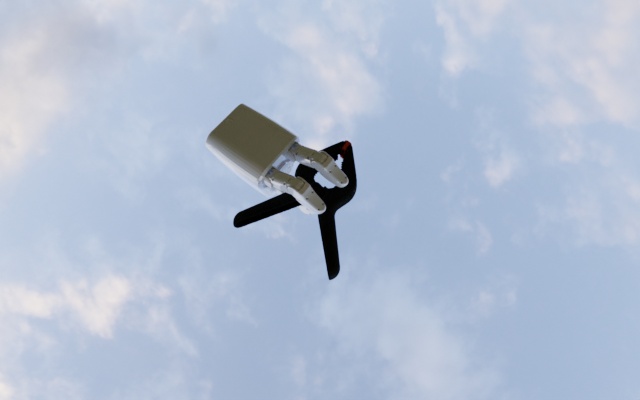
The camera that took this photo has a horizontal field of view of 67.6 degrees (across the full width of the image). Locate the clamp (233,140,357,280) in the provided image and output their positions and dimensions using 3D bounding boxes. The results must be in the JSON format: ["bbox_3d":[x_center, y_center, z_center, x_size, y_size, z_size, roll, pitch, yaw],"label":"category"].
[{"bbox_3d":[0.000,0.002,0.694,0.164,0.210,0.036,35,-24,9],"label":"clamp"}]
